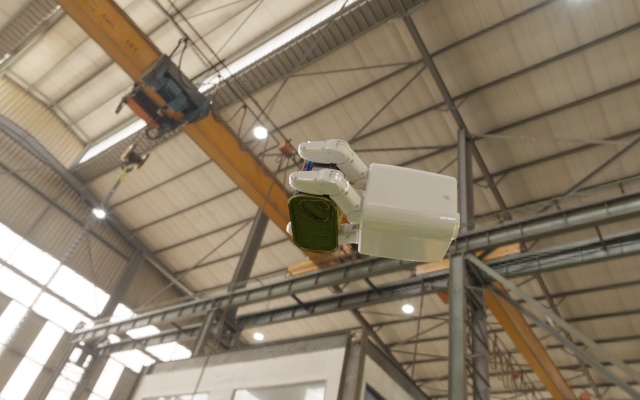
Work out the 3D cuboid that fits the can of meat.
[{"bbox_3d":[0.000,0.002,0.596,0.057,0.084,0.102,6,-43,10],"label":"can of meat"}]
